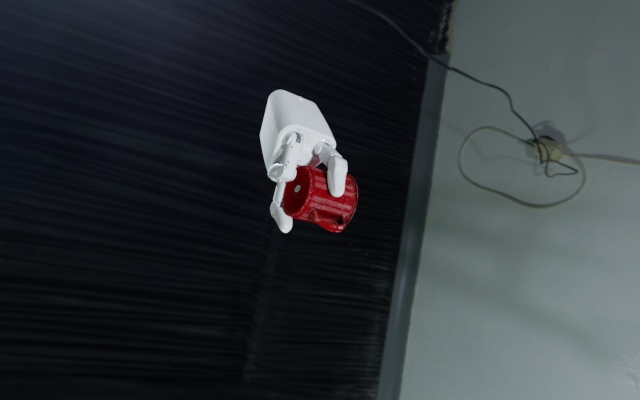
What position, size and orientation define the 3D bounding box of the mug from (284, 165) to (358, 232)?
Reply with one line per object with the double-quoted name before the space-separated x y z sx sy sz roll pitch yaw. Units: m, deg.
"mug" 0.000 0.003 0.719 0.081 0.117 0.093 15 -53 -32
